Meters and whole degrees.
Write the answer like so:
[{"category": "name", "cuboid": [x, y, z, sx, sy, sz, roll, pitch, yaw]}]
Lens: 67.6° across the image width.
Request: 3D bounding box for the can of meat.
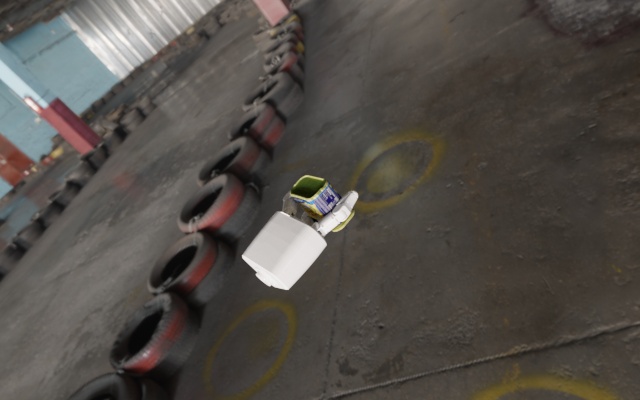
[{"category": "can of meat", "cuboid": [0.000, 0.003, 0.873, 0.084, 0.057, 0.102, 49, -16, -27]}]
